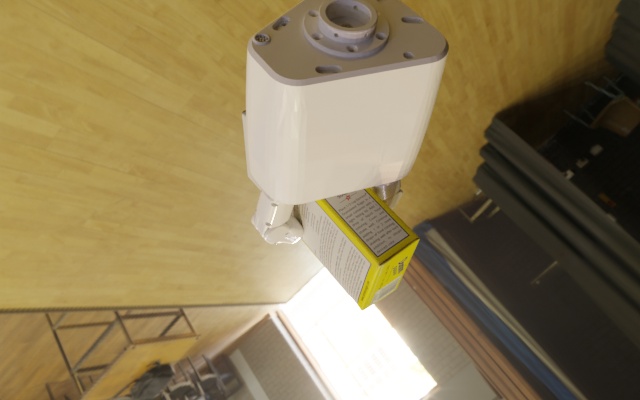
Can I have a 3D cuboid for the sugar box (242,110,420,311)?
[{"bbox_3d":[0.001,0.001,0.403,0.048,0.176,0.093,-29,-27,-22],"label":"sugar box"}]
